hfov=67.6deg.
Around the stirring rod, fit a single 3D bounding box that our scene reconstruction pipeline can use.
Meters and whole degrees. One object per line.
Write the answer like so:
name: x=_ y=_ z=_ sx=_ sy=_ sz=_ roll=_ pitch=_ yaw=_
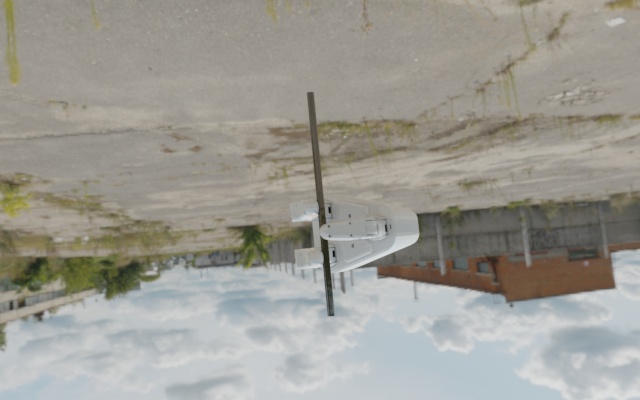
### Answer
stirring rod: x=0.000 y=0.002 z=0.511 sx=0.011 sy=0.239 sz=0.011 roll=-5 pitch=-5 yaw=0
